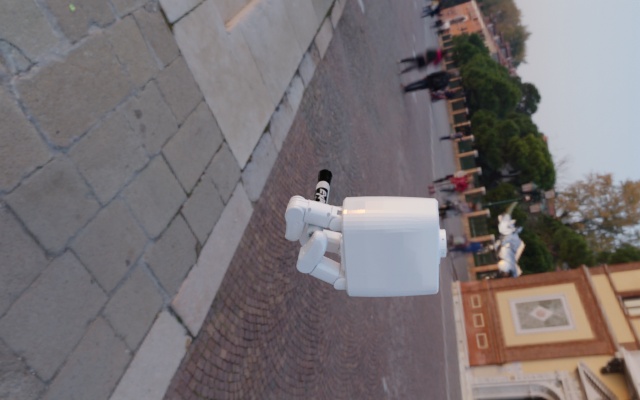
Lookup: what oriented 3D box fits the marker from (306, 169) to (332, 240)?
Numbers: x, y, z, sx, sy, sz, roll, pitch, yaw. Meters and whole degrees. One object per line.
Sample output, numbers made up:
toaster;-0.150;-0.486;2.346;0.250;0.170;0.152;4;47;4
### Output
marker;0.000;0.002;0.591;0.020;0.020;0.121;0;41;9
